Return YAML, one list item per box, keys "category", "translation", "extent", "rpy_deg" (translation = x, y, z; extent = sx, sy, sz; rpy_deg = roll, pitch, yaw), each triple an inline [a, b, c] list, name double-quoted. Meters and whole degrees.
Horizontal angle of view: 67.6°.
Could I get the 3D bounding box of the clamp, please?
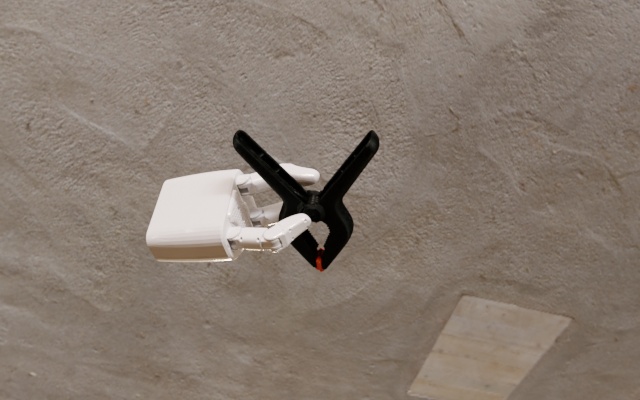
- category: "clamp"
  translation: [0.000, 0.003, 0.573]
  extent: [0.164, 0.210, 0.036]
  rpy_deg: [-3, 37, 17]
